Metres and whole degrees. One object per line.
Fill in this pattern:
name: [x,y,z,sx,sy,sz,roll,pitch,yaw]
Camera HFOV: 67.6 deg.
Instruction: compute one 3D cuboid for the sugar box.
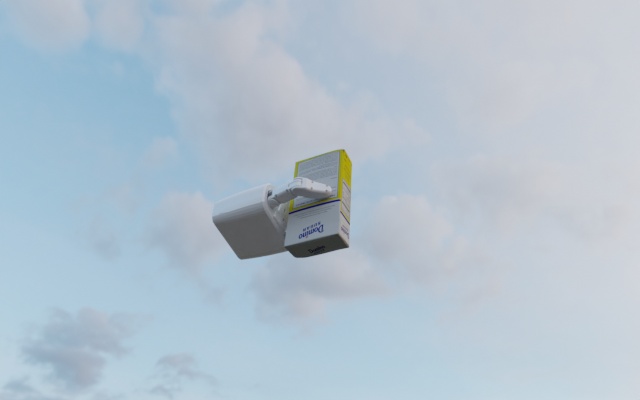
sugar box: [0.000,0.003,0.755,0.093,0.176,0.048,-15,-41,23]
